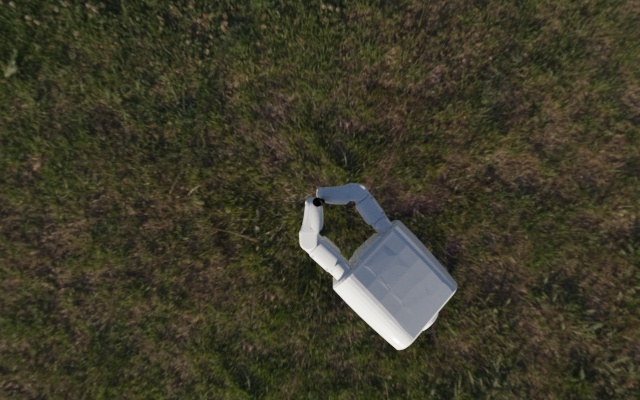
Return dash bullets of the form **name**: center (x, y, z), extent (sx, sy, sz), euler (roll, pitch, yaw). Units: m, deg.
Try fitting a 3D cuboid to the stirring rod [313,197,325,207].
- **stirring rod**: center (0.000, 0.002, 0.519), extent (0.011, 0.011, 0.239), euler (0, 0, 1)
